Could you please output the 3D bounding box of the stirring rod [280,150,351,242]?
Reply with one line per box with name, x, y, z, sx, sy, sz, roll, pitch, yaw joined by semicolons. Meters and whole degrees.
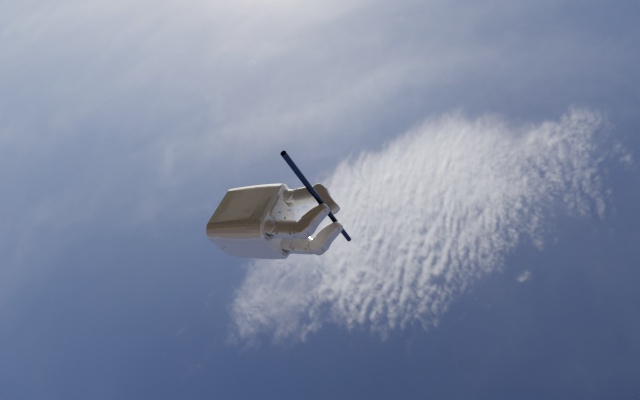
stirring rod;0.000;0.002;0.685;0.011;0.011;0.240;0;-30;27
